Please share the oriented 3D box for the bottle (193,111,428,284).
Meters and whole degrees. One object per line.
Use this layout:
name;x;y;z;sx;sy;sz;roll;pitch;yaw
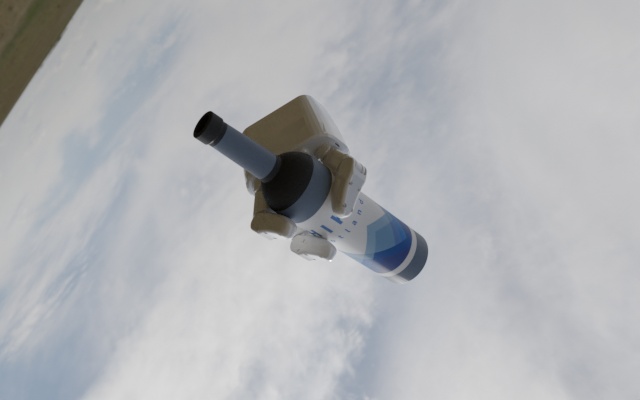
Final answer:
bottle;0.000;0.002;0.492;0.296;0.069;0.069;34;-20;-34
